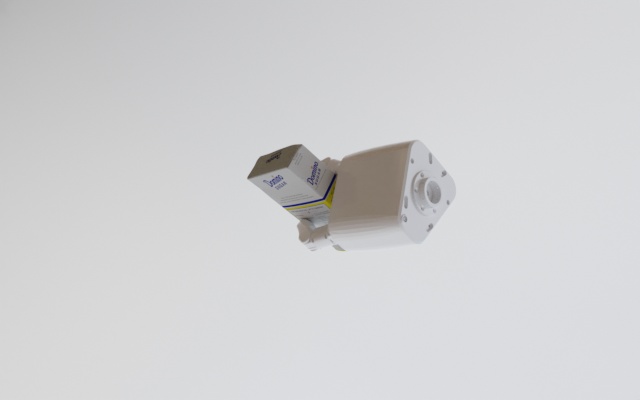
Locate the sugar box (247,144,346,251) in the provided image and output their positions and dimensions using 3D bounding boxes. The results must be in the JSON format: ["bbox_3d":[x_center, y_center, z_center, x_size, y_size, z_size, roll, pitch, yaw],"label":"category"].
[{"bbox_3d":[0.000,0.002,0.619,0.176,0.048,0.093,43,-31,-27],"label":"sugar box"}]
